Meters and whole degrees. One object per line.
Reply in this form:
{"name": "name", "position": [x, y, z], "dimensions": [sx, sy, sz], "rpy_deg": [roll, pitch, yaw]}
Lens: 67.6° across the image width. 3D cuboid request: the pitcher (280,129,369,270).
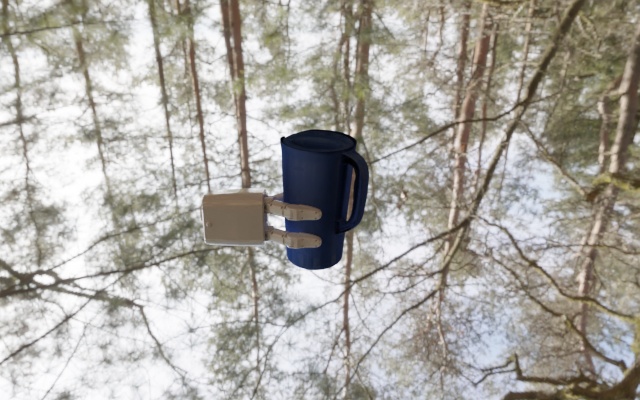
{"name": "pitcher", "position": [0.000, 0.003, 0.860], "dimensions": [0.145, 0.243, 0.149], "rpy_deg": [-1, 24, -5]}
